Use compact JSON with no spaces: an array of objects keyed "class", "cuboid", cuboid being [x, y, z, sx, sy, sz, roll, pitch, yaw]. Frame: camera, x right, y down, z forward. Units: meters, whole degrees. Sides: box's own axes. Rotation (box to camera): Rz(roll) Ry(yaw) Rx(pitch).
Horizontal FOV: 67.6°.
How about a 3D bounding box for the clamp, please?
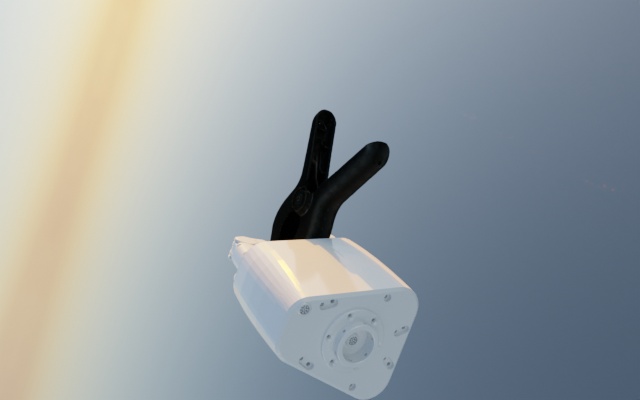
[{"class":"clamp","cuboid":[-0.001,0.001,0.447,0.039,0.171,0.120,18,6,-27]}]
